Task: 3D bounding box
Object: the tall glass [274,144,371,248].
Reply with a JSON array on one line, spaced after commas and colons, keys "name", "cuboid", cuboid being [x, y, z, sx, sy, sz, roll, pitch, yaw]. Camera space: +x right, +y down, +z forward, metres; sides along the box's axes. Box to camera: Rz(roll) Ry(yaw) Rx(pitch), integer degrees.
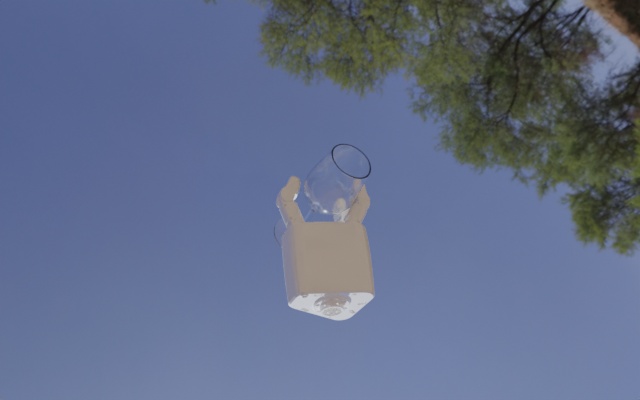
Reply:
[{"name": "tall glass", "cuboid": [0.000, 0.003, 0.722, 0.079, 0.079, 0.201, 0, -35, -32]}]
